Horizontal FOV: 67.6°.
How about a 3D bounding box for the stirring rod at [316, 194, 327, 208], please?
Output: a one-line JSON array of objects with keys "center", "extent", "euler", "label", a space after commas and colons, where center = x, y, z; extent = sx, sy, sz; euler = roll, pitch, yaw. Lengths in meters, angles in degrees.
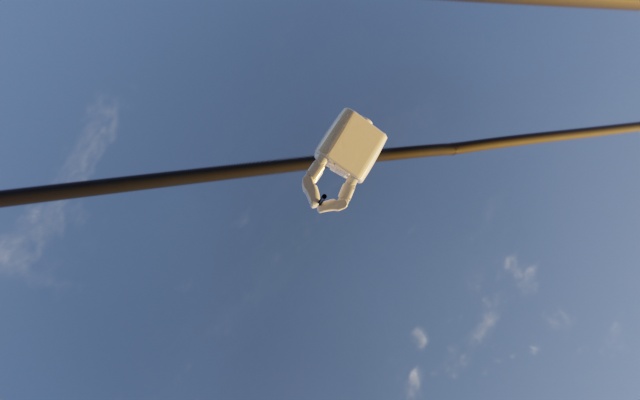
[{"center": [0.000, 0.003, 0.891], "extent": [0.011, 0.011, 0.239], "euler": [0, -5, -3], "label": "stirring rod"}]
